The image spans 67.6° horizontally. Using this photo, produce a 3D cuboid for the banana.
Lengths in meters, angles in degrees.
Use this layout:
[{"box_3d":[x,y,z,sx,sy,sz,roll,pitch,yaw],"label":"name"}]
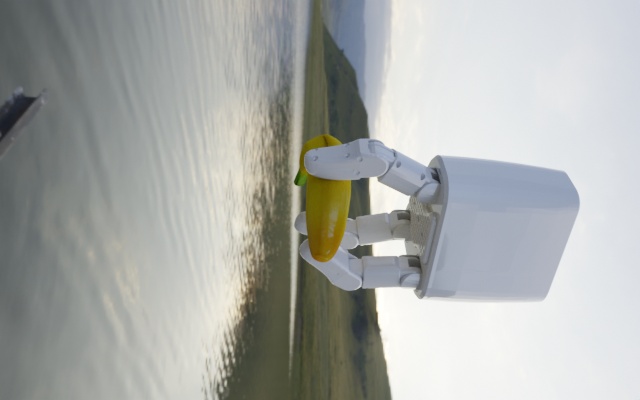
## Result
[{"box_3d":[0.003,-0.017,0.408,0.037,0.070,0.197,8,17,-8],"label":"banana"}]
